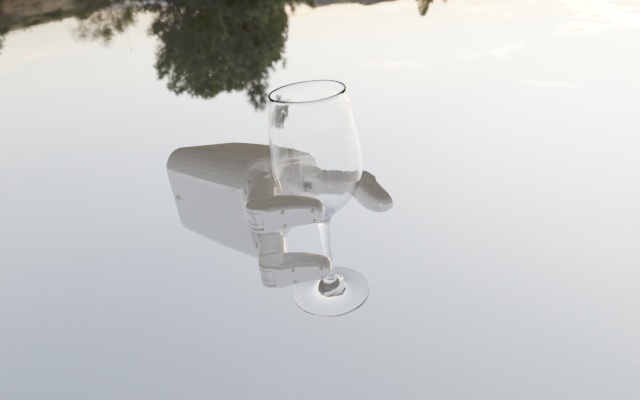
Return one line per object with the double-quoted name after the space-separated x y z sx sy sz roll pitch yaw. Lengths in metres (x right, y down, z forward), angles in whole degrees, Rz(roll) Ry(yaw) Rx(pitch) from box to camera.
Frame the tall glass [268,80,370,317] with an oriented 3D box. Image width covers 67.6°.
0.000 0.002 0.419 0.079 0.201 0.079 -5 29 3 "tall glass"
